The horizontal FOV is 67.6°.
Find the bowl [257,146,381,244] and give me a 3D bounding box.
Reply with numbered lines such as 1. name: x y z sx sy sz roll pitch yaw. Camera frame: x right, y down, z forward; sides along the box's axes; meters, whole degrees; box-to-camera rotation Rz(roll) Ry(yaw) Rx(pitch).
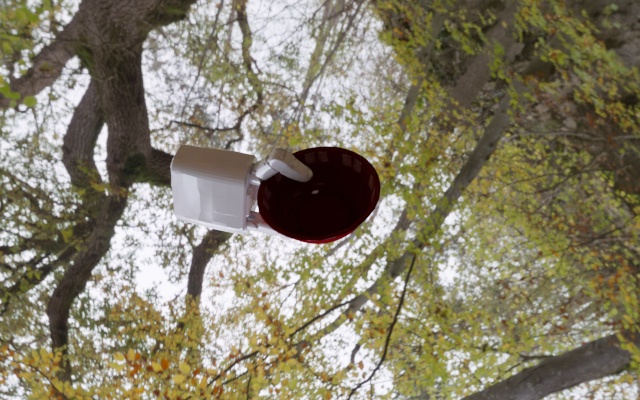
1. bowl: 0.001 0.003 0.634 0.162 0.162 0.055 0 -40 11
